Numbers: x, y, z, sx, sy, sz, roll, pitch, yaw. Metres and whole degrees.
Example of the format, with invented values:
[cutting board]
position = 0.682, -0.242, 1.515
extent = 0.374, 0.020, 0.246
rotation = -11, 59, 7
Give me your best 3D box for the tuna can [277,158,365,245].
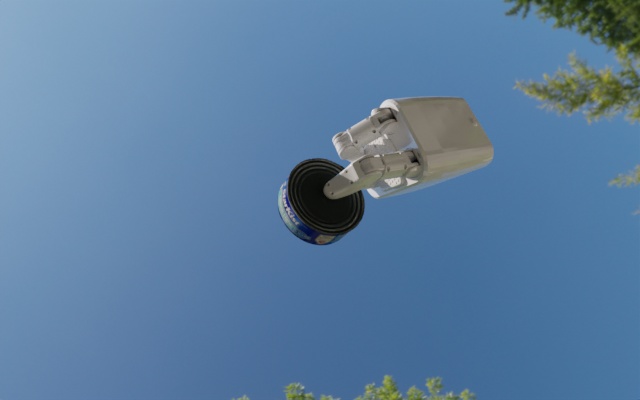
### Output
[tuna can]
position = 0.000, 0.002, 0.489
extent = 0.086, 0.086, 0.034
rotation = 0, -26, -28
